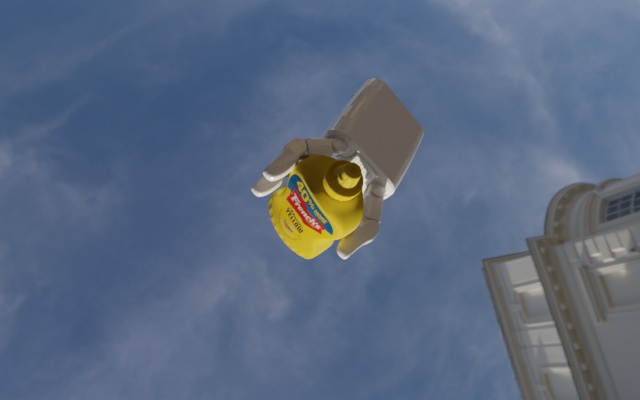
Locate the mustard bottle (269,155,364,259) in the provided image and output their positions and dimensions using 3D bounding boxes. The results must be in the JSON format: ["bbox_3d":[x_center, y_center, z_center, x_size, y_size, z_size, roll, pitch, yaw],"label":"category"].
[{"bbox_3d":[0.000,0.002,0.542,0.058,0.096,0.192,-29,-7,-27],"label":"mustard bottle"}]
